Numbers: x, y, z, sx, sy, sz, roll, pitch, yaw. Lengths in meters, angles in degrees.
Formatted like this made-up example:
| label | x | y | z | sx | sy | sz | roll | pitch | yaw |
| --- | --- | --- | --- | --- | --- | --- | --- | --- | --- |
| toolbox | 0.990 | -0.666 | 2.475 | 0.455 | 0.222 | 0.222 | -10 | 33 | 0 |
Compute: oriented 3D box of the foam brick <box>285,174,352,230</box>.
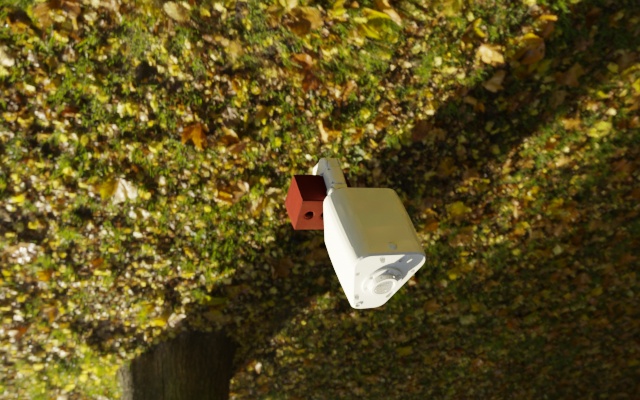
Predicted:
| label | x | y | z | sx | sy | sz | roll | pitch | yaw |
| --- | --- | --- | --- | --- | --- | --- | --- | --- | --- |
| foam brick | 0.000 | 0.002 | 0.625 | 0.078 | 0.053 | 0.051 | 0 | 44 | -21 |
